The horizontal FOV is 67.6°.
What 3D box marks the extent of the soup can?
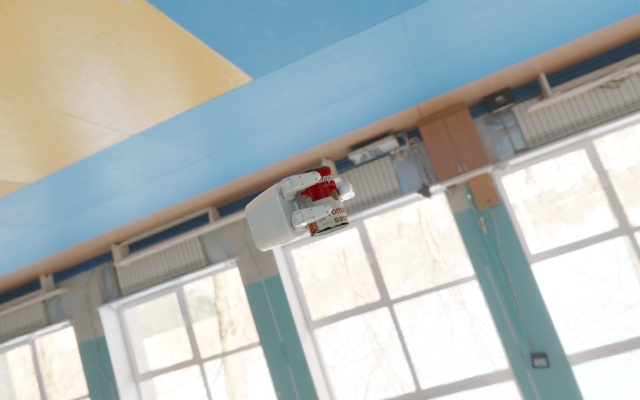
[{"bbox_3d":[0.001,0.003,0.785,0.068,0.102,0.068,-18,-9,-3],"label":"soup can"}]
